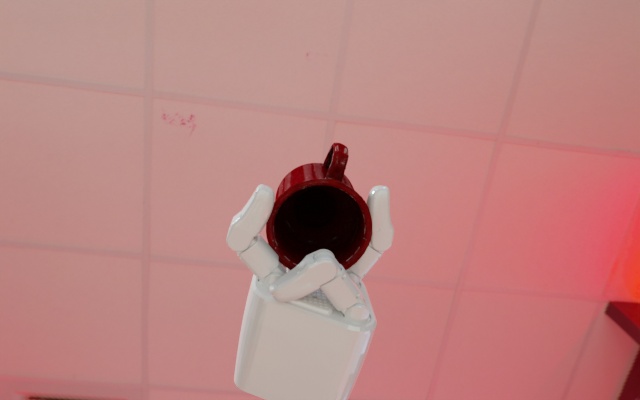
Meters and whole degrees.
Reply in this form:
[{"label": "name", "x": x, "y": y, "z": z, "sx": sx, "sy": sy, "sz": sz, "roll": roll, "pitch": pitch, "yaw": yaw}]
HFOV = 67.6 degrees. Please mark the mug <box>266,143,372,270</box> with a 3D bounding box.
[{"label": "mug", "x": 0.000, "y": 0.000, "z": 0.447, "sx": 0.093, "sy": 0.117, "sz": 0.081, "roll": 13, "pitch": 18, "yaw": -8}]
